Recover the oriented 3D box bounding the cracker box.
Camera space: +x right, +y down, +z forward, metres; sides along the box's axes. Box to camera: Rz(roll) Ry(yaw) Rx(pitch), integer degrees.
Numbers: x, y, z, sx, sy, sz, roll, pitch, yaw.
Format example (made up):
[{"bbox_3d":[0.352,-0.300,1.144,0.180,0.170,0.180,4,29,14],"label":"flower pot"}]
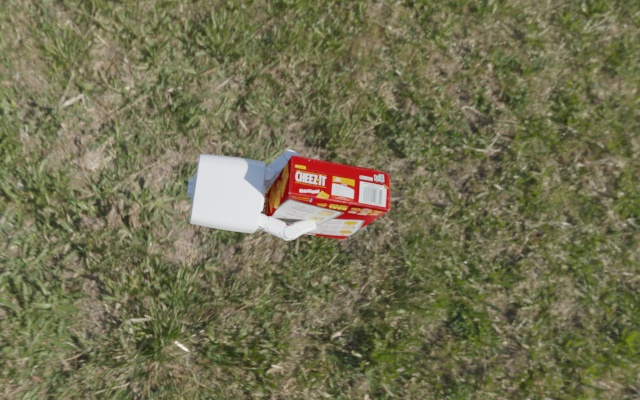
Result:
[{"bbox_3d":[0.000,0.003,0.813,0.164,0.072,0.214,9,-19,-15],"label":"cracker box"}]
